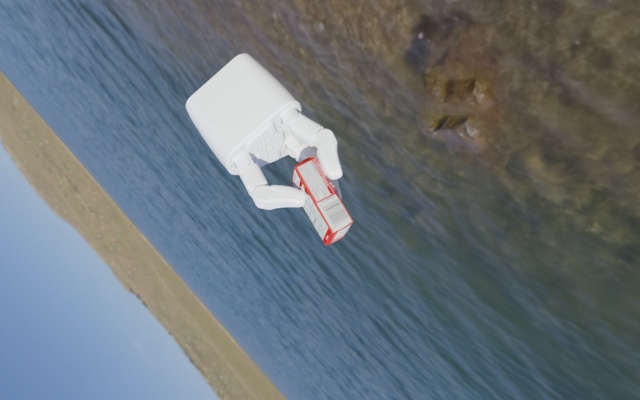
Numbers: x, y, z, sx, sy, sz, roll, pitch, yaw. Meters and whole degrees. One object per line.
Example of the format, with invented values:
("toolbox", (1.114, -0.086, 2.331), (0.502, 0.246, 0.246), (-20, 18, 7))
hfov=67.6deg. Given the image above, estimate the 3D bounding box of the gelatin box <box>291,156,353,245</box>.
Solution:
("gelatin box", (0.000, 0.002, 0.551), (0.030, 0.089, 0.073), (-28, -12, -13))
